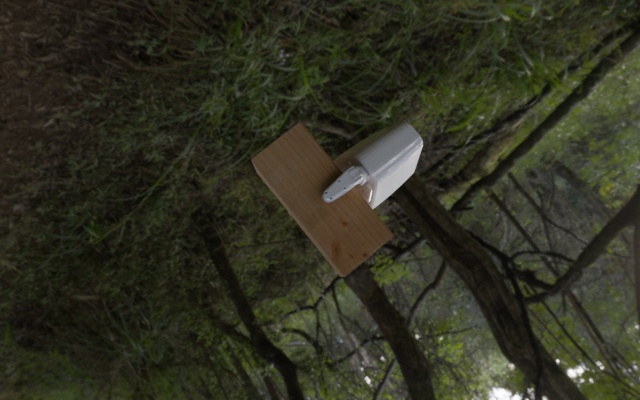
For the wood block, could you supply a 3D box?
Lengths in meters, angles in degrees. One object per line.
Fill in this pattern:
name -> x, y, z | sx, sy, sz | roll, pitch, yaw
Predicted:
wood block -> 0.001, 0.002, 0.693 | 0.090, 0.206, 0.091 | -39, -6, -8
